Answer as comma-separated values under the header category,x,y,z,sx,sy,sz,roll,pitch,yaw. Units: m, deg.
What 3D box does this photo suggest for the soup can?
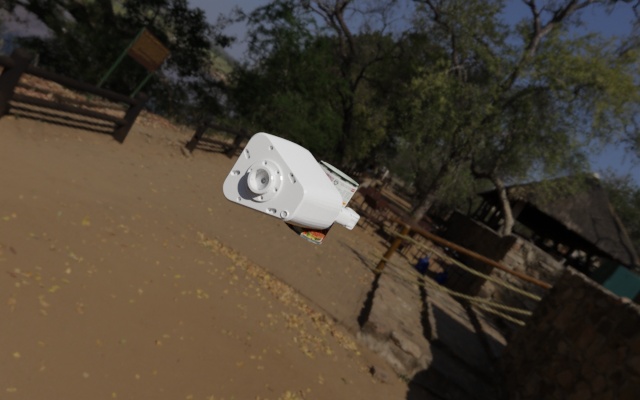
category,x,y,z,sx,sy,sz,roll,pitch,yaw
soup can,0.001,0.002,0.690,0.068,0.102,0.068,32,8,-5
